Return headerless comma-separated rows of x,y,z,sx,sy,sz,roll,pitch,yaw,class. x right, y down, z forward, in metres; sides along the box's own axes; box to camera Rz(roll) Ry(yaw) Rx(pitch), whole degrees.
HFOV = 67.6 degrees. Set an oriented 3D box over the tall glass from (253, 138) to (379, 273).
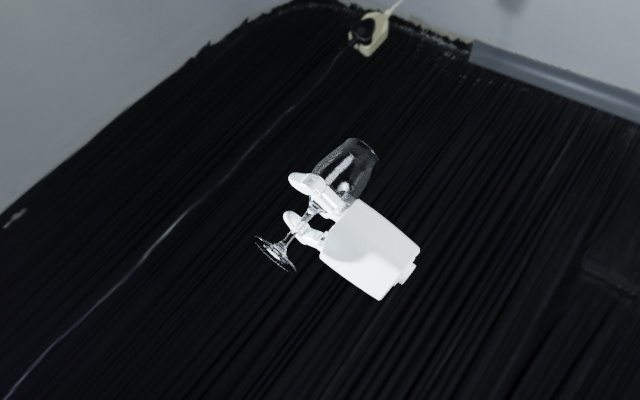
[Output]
0.000,0.003,0.670,0.079,0.201,0.079,36,-19,14,tall glass
